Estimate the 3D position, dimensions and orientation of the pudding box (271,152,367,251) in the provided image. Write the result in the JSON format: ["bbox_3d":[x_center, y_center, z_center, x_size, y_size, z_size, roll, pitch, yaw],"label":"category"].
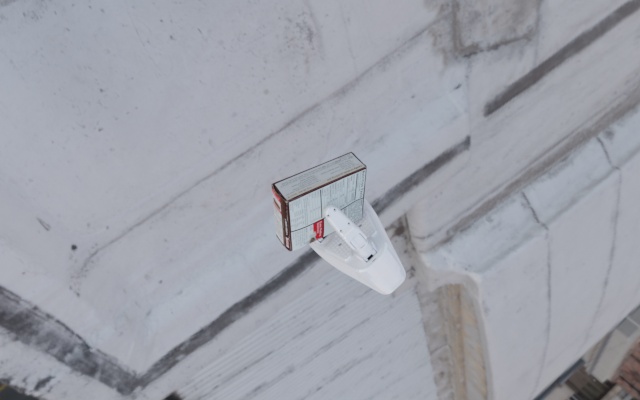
[{"bbox_3d":[0.000,0.002,0.575,0.113,0.090,0.039,-25,49,-23],"label":"pudding box"}]
